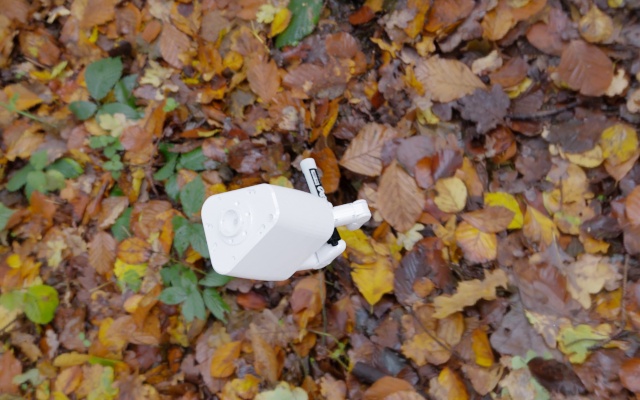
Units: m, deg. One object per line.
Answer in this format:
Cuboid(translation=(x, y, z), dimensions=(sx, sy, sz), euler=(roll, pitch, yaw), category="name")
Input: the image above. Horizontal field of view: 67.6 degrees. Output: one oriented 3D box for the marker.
Cuboid(translation=(0.000, 0.002, 0.606), dimensions=(0.020, 0.121, 0.020), euler=(-16, -22, -7), category="marker")
